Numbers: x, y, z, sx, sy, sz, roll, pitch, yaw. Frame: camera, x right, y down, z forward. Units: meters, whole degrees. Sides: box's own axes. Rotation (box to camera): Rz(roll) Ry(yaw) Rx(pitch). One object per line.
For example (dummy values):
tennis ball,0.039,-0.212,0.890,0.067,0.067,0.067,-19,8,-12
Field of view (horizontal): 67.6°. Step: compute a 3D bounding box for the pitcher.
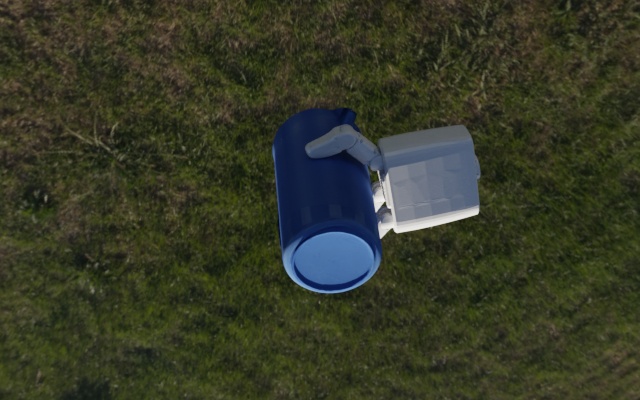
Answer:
pitcher,0.000,0.002,0.606,0.145,0.149,0.242,-12,37,4
